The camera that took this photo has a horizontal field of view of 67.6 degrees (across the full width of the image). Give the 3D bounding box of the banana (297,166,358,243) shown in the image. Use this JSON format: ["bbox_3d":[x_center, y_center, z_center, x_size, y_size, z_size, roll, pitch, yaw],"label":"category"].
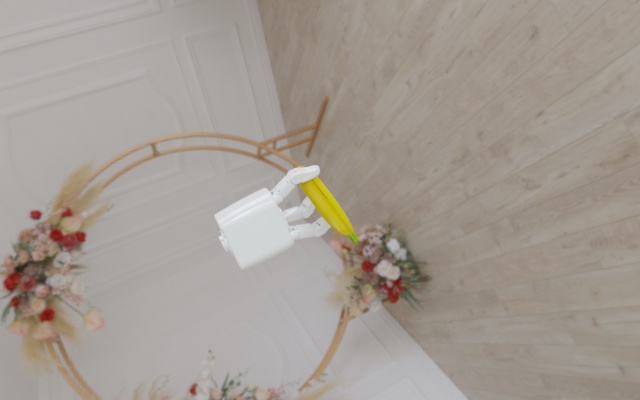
[{"bbox_3d":[-0.001,-0.003,0.875,0.037,0.197,0.070,-32,-27,-8],"label":"banana"}]
